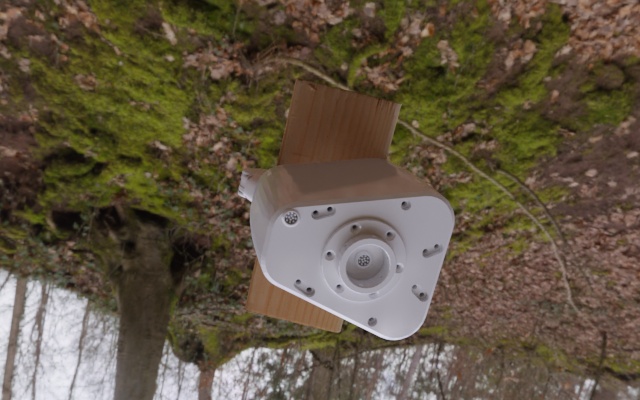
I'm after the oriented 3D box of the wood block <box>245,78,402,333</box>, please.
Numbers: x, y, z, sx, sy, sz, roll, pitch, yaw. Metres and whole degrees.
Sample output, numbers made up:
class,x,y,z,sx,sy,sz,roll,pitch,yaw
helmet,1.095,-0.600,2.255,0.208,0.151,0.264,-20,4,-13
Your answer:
class,x,y,z,sx,sy,sz,roll,pitch,yaw
wood block,0.000,0.002,0.445,0.091,0.206,0.090,14,11,-1
